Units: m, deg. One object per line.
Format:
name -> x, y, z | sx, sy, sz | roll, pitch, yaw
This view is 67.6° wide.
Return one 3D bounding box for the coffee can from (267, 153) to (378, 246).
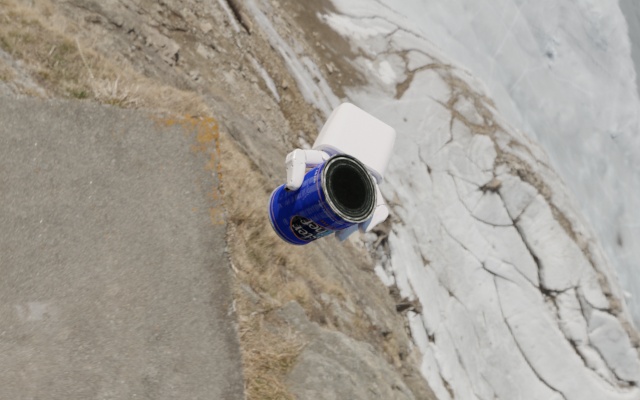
coffee can -> 0.000, 0.002, 0.713 | 0.103, 0.102, 0.140 | 0, -17, -39
